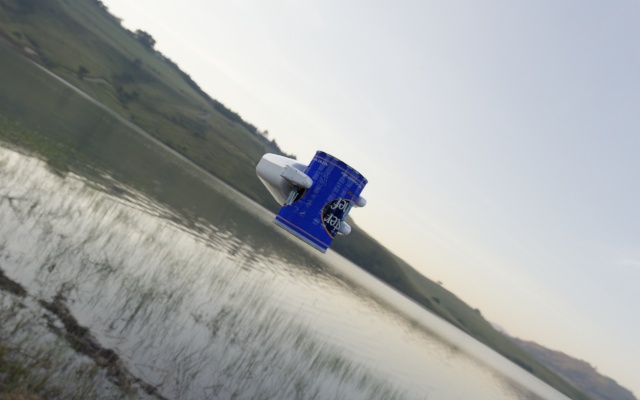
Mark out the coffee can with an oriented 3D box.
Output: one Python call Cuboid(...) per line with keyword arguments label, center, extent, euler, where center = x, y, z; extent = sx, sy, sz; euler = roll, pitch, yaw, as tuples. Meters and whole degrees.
Cuboid(label="coffee can", center=(0.000, 0.003, 0.793), extent=(0.103, 0.140, 0.103), euler=(32, -4, 2))
